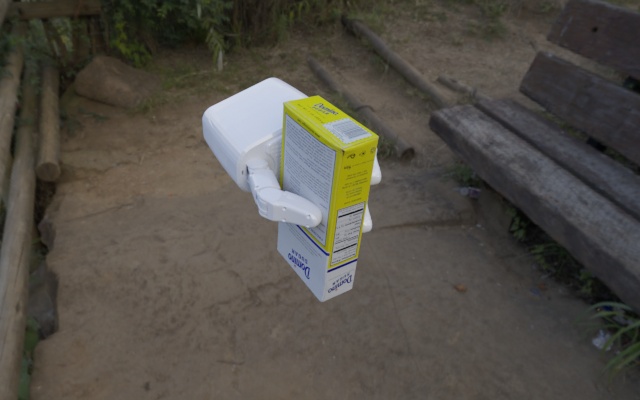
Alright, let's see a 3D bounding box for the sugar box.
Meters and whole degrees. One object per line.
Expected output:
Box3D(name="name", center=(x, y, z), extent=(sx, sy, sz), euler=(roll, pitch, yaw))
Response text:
Box3D(name="sugar box", center=(0.000, 0.001, 0.456), extent=(0.048, 0.176, 0.093), euler=(-20, 43, -28))
